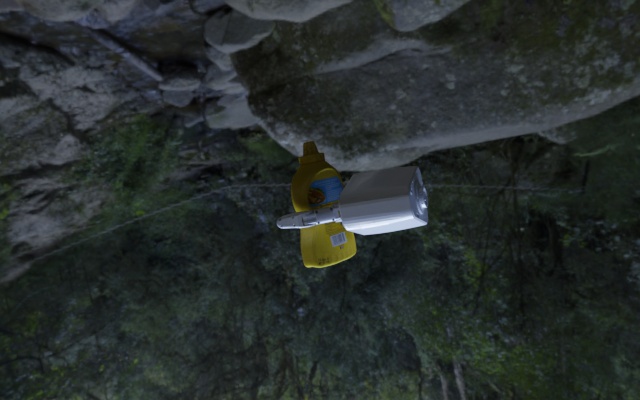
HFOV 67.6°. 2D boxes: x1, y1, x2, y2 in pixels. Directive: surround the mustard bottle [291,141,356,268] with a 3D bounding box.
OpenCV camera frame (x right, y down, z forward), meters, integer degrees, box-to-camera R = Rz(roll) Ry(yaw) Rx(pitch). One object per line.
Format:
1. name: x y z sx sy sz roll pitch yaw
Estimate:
1. mustard bottle: 0.000 0.003 0.750 0.096 0.191 0.058 -14 6 -42
